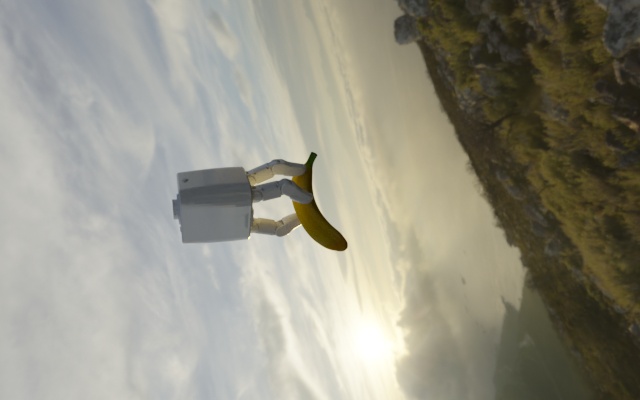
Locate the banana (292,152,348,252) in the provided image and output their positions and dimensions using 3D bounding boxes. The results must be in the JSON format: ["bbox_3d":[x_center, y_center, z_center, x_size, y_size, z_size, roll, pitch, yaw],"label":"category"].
[{"bbox_3d":[-0.012,0.011,0.771,0.037,0.197,0.070,12,-44,-38],"label":"banana"}]
